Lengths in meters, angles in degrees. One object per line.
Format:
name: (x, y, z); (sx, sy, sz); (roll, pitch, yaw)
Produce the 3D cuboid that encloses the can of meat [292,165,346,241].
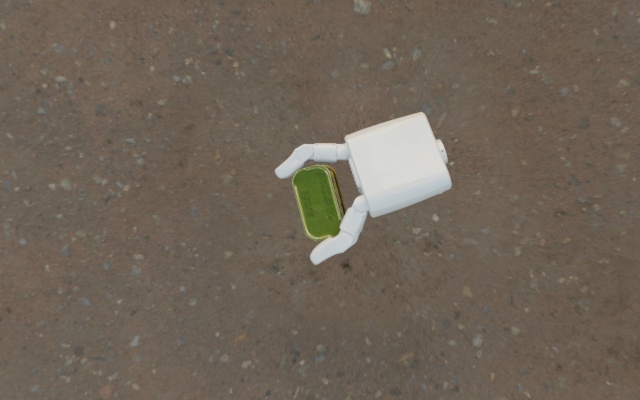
can of meat: (0.000, 0.002, 0.647); (0.057, 0.102, 0.084); (-15, 0, 5)
